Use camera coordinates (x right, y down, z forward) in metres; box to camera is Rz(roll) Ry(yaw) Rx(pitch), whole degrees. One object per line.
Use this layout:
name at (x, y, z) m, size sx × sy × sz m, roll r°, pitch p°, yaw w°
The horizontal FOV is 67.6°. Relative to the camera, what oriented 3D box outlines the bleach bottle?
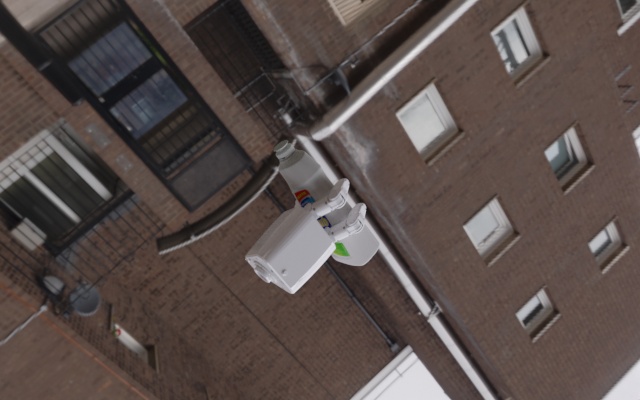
bleach bottle at (0.000, 0.003, 0.817) m, size 0.068 × 0.251 × 0.102 m, roll -47°, pitch 27°, yaw -21°
